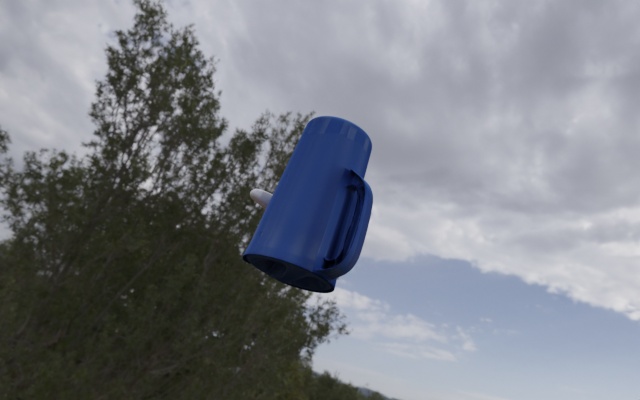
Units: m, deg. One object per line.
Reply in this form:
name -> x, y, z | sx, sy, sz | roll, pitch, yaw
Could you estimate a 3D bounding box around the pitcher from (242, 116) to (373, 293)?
pitcher -> 0.000, 0.002, 0.687 | 0.149, 0.242, 0.145 | 19, -21, 4
